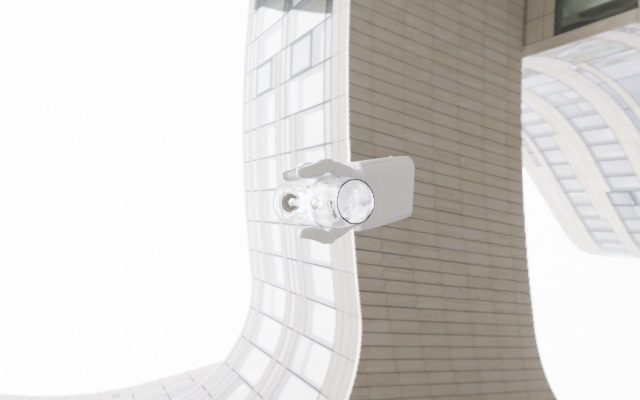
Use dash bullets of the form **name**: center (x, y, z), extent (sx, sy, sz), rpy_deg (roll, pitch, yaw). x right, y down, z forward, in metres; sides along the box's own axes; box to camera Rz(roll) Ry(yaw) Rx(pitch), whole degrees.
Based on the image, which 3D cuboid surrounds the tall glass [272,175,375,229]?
- **tall glass**: center (0.000, 0.002, 0.728), extent (0.079, 0.079, 0.201), rpy_deg (0, 0, -28)
